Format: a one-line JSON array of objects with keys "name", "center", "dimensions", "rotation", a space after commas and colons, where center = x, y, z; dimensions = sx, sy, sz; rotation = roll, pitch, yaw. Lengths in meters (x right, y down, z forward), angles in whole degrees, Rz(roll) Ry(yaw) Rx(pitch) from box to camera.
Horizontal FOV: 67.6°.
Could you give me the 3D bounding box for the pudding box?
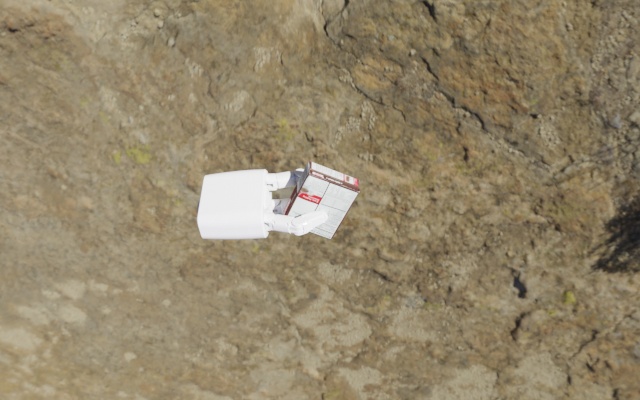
[{"name": "pudding box", "center": [0.000, 0.003, 0.768], "dimensions": [0.090, 0.113, 0.039], "rotation": [19, 36, -14]}]
